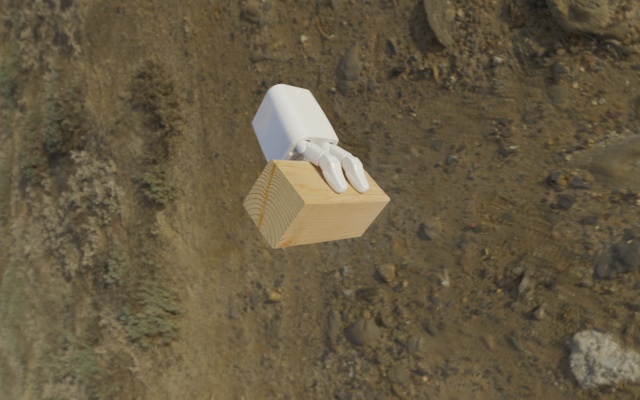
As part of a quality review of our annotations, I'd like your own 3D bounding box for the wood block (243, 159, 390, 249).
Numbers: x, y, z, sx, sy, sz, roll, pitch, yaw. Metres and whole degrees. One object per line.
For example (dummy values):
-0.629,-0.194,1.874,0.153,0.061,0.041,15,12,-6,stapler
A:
0.000,0.002,0.724,0.206,0.091,0.090,-2,46,-50,wood block
